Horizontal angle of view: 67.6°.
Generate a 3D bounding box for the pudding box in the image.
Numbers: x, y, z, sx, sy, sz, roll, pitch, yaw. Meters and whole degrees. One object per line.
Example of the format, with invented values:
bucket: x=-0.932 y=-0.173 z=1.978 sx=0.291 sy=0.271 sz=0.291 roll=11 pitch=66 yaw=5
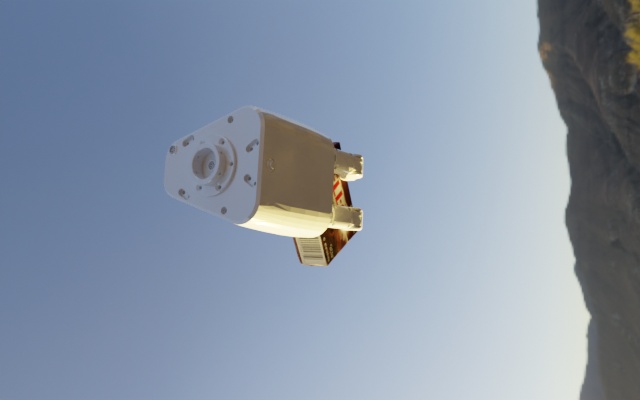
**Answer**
pudding box: x=0.000 y=0.002 z=0.518 sx=0.039 sy=0.113 sz=0.090 roll=-1 pitch=21 yaw=28
